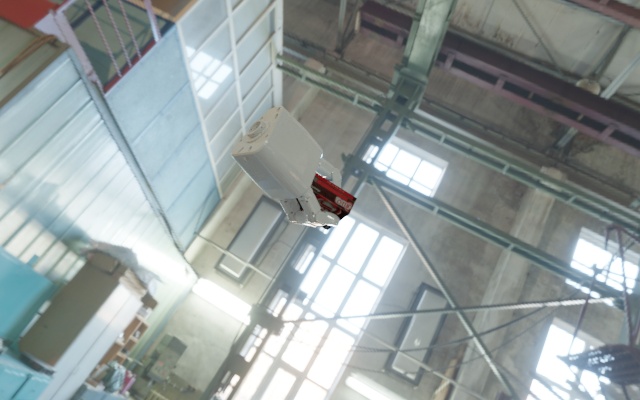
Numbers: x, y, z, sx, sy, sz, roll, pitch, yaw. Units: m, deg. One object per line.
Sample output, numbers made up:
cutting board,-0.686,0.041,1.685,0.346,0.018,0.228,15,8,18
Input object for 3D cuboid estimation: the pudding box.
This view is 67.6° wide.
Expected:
pudding box,0.000,0.003,0.828,0.090,0.039,0.113,33,-23,-6
